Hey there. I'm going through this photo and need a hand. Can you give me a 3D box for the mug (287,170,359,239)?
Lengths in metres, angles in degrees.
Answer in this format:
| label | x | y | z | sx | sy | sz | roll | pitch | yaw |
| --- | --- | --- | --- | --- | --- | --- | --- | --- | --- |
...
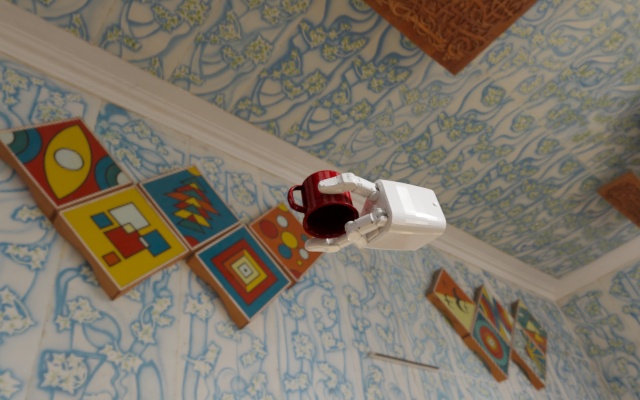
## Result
| label | x | y | z | sx | sy | sz | roll | pitch | yaw |
| --- | --- | --- | --- | --- | --- | --- | --- | --- | --- |
| mug | -0.001 | 0.002 | 0.791 | 0.117 | 0.081 | 0.093 | 8 | -45 | -21 |
